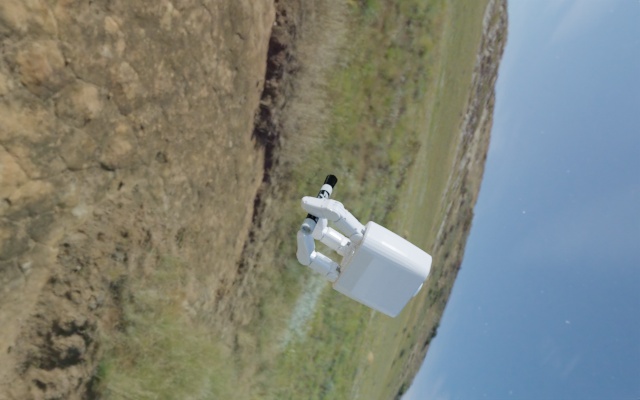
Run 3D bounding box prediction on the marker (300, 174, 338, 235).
[{"bbox_3d":[0.000,0.002,0.709,0.020,0.020,0.121,0,41,26],"label":"marker"}]
